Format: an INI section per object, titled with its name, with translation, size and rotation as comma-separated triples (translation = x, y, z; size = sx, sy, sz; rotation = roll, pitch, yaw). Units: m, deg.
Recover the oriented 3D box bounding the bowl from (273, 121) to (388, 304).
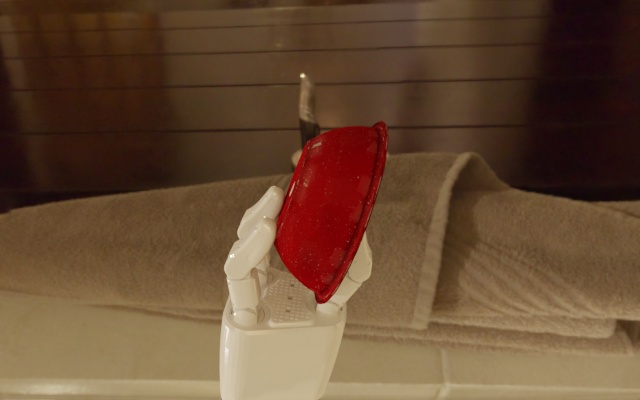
[bowl]
translation = 0.000, 0.000, 0.402
size = 0.055, 0.162, 0.162
rotation = 20, -3, -7
